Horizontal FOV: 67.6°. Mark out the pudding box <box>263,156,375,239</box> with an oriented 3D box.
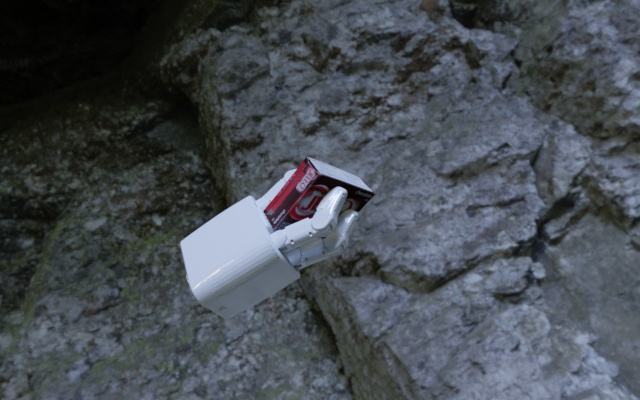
[{"bbox_3d":[0.000,0.002,0.583,0.113,0.090,0.039,14,34,-50],"label":"pudding box"}]
